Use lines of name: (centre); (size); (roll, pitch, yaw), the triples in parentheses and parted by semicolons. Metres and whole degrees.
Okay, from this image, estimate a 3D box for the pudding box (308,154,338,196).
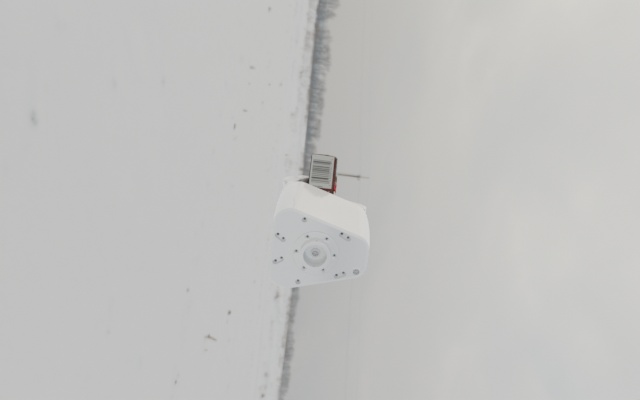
pudding box: (0.000, 0.002, 0.665); (0.039, 0.113, 0.090); (8, -12, 2)
